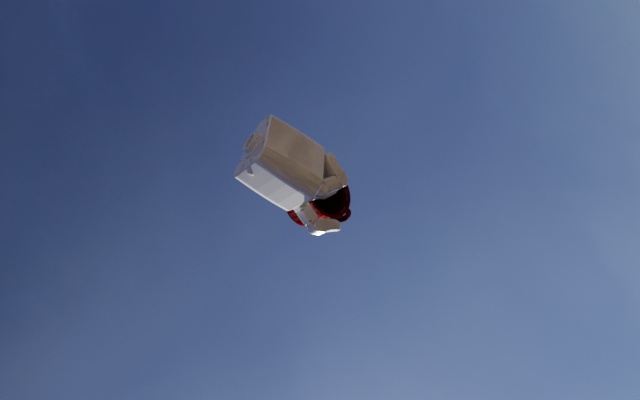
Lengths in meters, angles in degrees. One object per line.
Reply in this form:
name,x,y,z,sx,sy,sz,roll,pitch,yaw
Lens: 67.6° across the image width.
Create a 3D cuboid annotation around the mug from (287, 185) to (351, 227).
mug,0.001,0.003,0.831,0.117,0.093,0.081,33,-36,-25
